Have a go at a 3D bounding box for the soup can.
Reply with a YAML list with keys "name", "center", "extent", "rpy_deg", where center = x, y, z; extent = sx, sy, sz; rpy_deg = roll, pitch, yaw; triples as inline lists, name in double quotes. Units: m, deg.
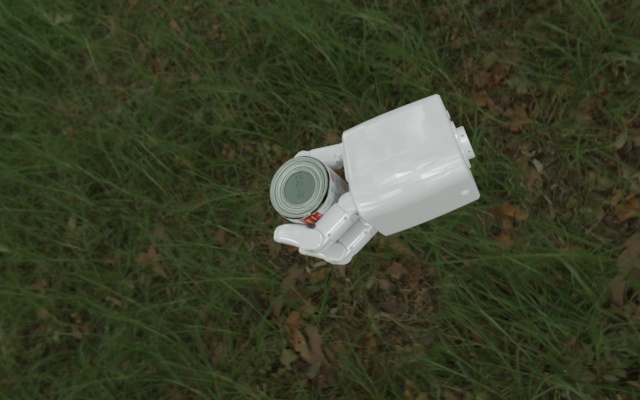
- name: "soup can"
  center: [-0.001, 0.002, 0.509]
  extent: [0.068, 0.068, 0.102]
  rpy_deg: [0, -18, 27]
